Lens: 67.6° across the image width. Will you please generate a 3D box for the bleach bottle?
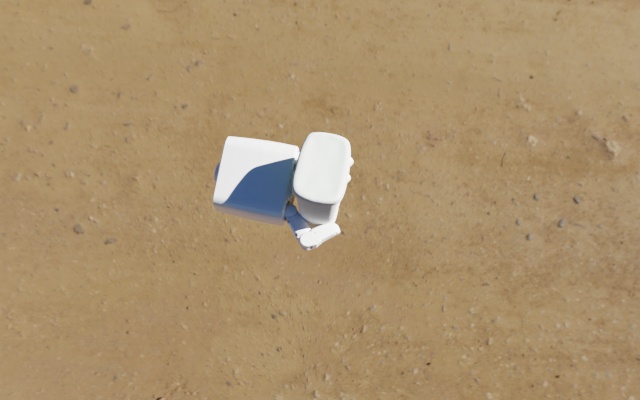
[{"bbox_3d":[0.000,0.002,0.710,0.068,0.102,0.251,11,-22,3],"label":"bleach bottle"}]
